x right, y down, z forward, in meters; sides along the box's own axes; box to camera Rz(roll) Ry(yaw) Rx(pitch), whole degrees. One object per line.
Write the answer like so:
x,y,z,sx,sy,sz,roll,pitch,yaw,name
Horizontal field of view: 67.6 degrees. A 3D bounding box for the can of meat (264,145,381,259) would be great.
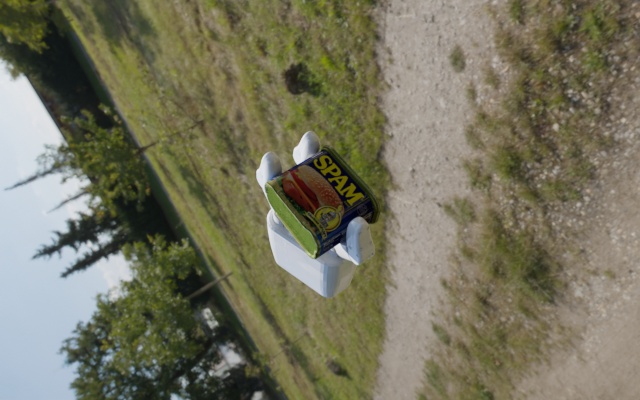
0.000,0.002,0.518,0.084,0.102,0.057,-32,-24,-20,can of meat
